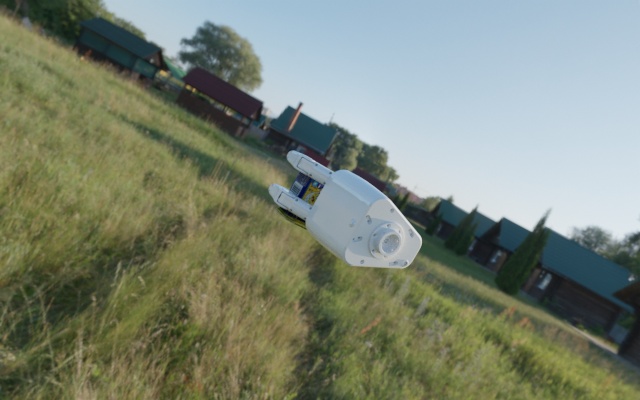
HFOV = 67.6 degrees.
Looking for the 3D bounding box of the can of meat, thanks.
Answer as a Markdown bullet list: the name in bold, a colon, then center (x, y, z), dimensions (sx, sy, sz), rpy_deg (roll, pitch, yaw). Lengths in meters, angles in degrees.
- **can of meat**: center (0.000, 0.002, 0.701), dimensions (0.102, 0.084, 0.057), rpy_deg (27, 6, -28)
